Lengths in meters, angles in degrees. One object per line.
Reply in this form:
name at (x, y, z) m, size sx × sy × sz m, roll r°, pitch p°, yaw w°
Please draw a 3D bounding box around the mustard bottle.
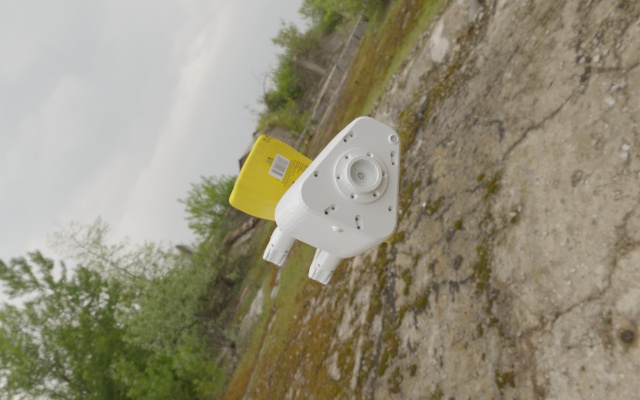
mustard bottle at (0.000, 0.002, 0.551) m, size 0.191 × 0.096 × 0.058 m, roll 25°, pitch -42°, yaw -8°
